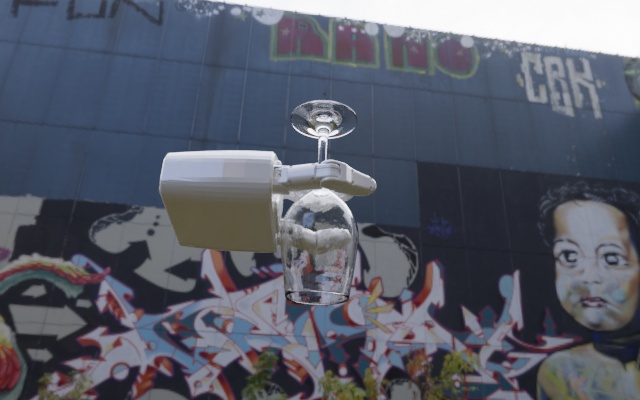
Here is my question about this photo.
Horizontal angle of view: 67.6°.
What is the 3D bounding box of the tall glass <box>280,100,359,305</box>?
[{"bbox_3d":[0.000,0.001,0.491,0.079,0.201,0.079,1,-24,1],"label":"tall glass"}]
